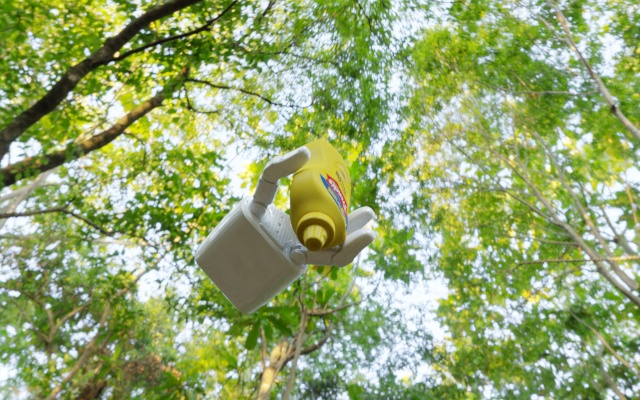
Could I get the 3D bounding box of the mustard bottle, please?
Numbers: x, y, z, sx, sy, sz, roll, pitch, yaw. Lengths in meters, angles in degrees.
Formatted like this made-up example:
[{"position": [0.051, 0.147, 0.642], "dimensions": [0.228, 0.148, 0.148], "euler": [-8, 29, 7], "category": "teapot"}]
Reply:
[{"position": [0.000, 0.002, 0.566], "dimensions": [0.058, 0.096, 0.191], "euler": [-18, 24, 14], "category": "mustard bottle"}]
